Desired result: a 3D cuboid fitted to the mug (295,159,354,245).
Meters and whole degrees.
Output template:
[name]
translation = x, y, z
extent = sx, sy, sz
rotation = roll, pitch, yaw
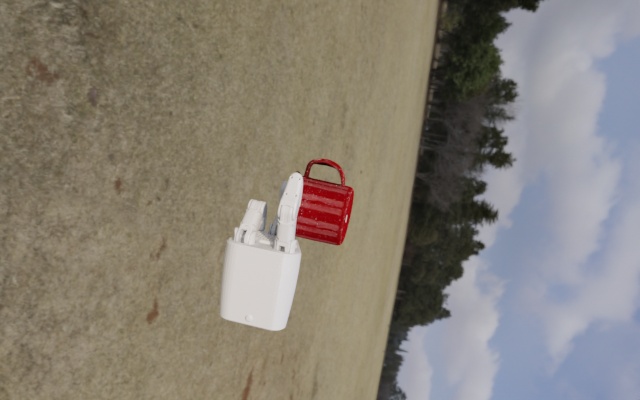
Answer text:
[mug]
translation = 0.001, 0.001, 0.643
extent = 0.081, 0.117, 0.093
rotation = 12, 9, 9
